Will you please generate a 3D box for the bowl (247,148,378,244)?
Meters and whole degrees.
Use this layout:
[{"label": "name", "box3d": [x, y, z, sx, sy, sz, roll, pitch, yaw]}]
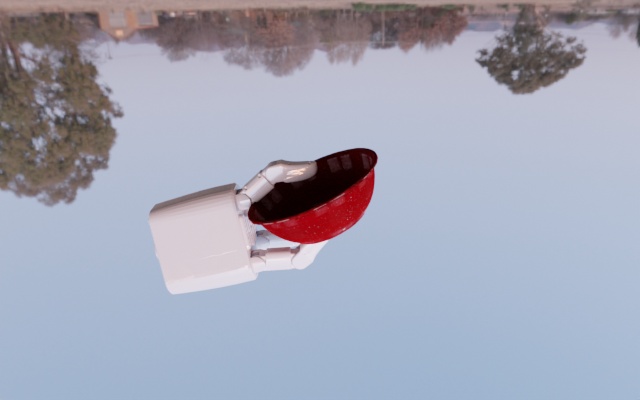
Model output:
[{"label": "bowl", "box3d": [0.001, 0.002, 0.546, 0.162, 0.055, 0.162, -24, 20, 9]}]
